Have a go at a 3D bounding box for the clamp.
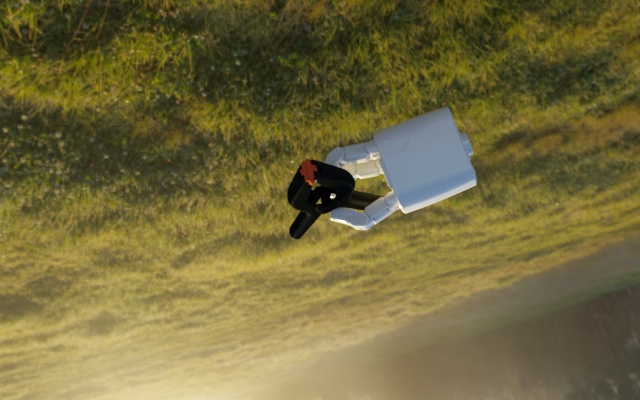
[{"bbox_3d":[0.000,0.003,0.681,0.164,0.036,0.210,-22,-25,13],"label":"clamp"}]
